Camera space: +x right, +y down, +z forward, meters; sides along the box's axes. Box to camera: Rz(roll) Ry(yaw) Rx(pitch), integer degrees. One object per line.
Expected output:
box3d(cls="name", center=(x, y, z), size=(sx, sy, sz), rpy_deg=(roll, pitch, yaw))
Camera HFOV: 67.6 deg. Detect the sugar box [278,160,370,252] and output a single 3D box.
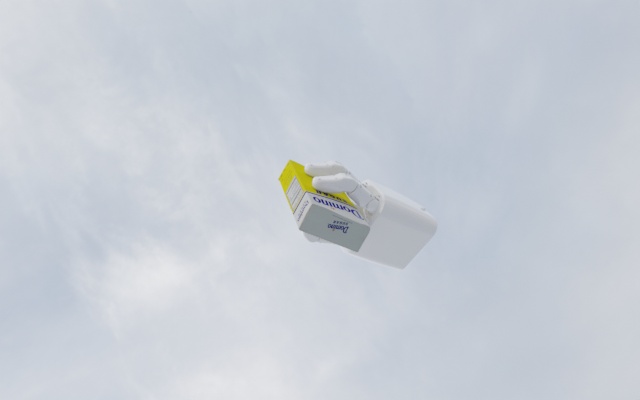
box3d(cls="sugar box", center=(0.000, 0.002, 0.682), size=(0.093, 0.048, 0.176), rpy_deg=(23, 14, -23))
